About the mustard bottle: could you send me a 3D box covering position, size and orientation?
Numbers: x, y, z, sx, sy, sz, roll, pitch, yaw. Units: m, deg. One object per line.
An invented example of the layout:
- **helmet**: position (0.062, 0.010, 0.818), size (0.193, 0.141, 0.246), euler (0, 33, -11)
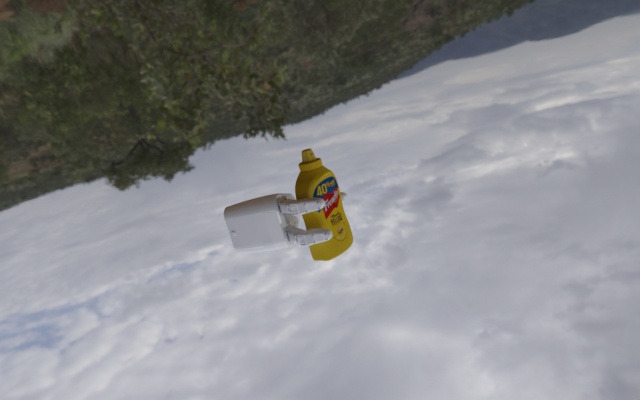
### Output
- **mustard bottle**: position (0.000, 0.003, 0.839), size (0.058, 0.192, 0.096), euler (-4, 18, 40)
